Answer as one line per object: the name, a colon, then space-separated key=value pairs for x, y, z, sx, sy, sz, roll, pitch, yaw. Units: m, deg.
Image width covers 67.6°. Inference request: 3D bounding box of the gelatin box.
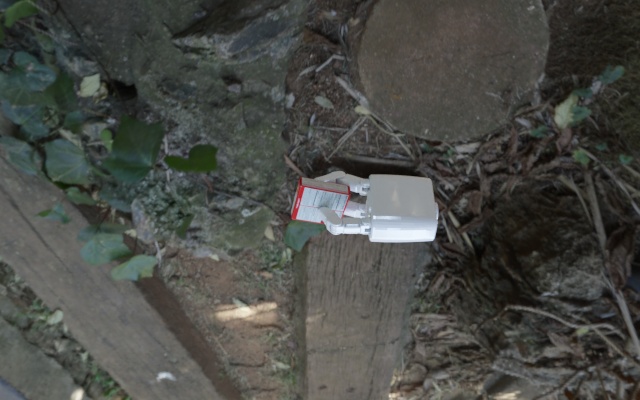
gelatin box: x=0.000 y=0.003 z=0.818 sx=0.089 sy=0.073 sz=0.030 roll=9 pitch=37 yaw=-11
